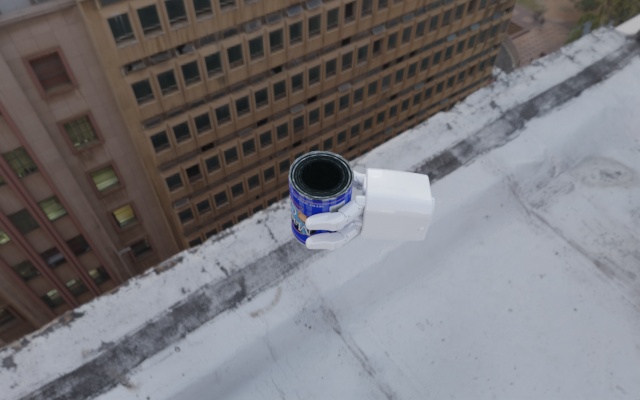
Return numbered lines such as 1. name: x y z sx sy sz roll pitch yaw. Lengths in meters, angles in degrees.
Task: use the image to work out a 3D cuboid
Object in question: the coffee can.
1. coffee can: 0.000 0.003 0.796 0.103 0.102 0.140 0 -38 -1
